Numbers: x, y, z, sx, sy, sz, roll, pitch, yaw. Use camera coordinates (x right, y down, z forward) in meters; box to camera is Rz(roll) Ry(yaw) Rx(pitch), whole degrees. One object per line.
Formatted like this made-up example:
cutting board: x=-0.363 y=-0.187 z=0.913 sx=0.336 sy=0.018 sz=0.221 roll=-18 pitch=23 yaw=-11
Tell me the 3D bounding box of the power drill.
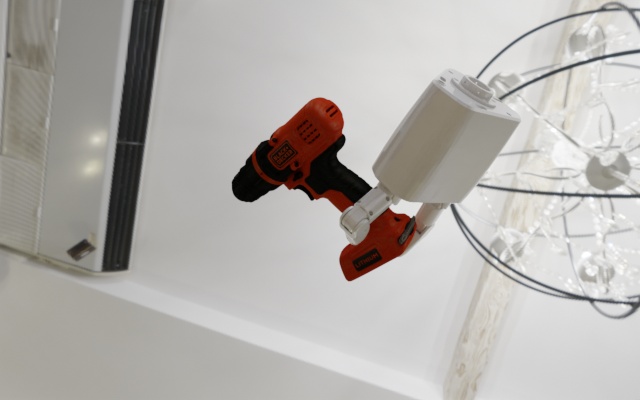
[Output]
power drill: x=0.001 y=0.002 z=0.536 sx=0.184 sy=0.187 sz=0.057 roll=-36 pitch=11 yaw=43
